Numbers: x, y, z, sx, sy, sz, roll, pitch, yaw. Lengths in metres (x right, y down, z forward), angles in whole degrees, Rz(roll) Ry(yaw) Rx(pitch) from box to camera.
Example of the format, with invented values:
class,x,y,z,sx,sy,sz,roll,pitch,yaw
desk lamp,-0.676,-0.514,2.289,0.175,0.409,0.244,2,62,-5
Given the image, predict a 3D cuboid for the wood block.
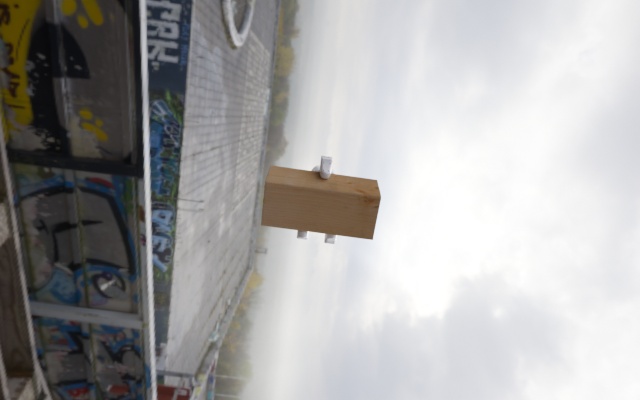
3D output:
class,x,y,z,sx,sy,sz,roll,pitch,yaw
wood block,0.000,0.002,0.889,0.206,0.091,0.090,7,24,-2
